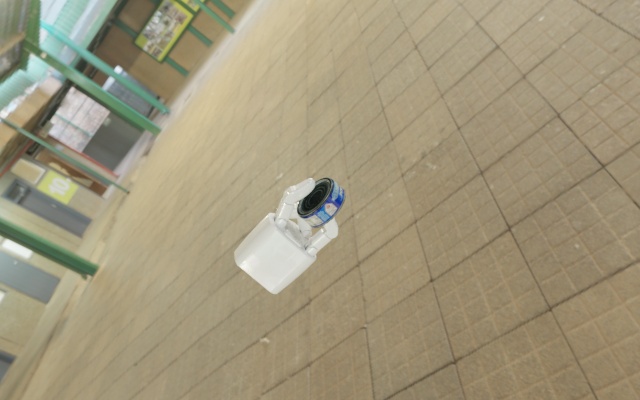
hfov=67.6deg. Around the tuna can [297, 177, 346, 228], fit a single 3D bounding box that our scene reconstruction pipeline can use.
[{"bbox_3d":[0.000,0.002,0.813,0.034,0.086,0.086,41,-21,-26],"label":"tuna can"}]
